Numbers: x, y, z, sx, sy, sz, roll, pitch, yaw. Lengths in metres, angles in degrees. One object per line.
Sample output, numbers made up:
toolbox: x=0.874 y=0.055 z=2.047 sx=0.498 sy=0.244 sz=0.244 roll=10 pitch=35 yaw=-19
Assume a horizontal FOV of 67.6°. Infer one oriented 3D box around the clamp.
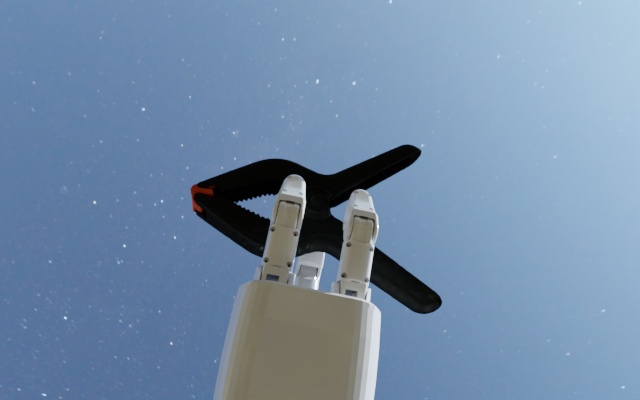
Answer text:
clamp: x=-0.001 y=0.002 z=0.408 sx=0.210 sy=0.164 sz=0.036 roll=12 pitch=-36 yaw=-3
